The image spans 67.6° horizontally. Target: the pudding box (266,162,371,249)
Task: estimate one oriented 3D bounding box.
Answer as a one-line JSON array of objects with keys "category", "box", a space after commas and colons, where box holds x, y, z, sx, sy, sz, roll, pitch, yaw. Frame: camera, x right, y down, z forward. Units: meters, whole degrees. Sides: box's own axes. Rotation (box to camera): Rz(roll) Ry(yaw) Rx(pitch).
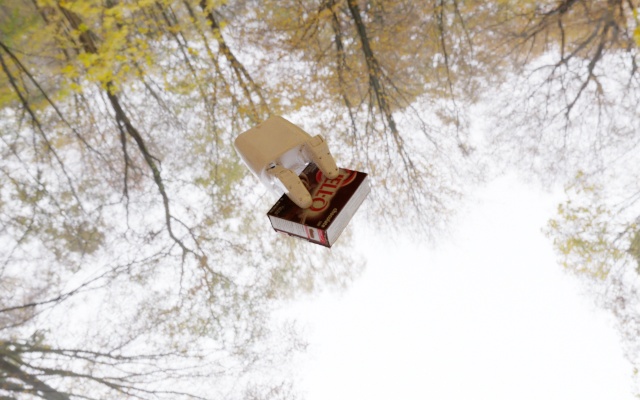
[{"category": "pudding box", "box": [0.000, 0.002, 0.615, 0.090, 0.039, 0.113, 13, 51, 31]}]
